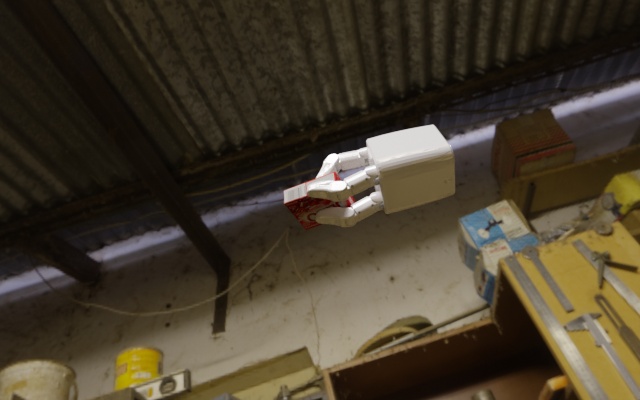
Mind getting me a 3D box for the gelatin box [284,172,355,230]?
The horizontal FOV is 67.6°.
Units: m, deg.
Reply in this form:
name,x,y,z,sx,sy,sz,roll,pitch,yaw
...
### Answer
name,x,y,z,sx,sy,sz,roll,pitch,yaw
gelatin box,0.000,0.002,0.717,0.089,0.030,0.073,-20,-43,17
